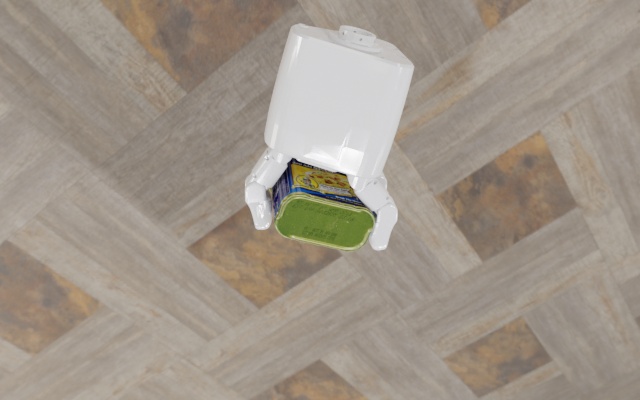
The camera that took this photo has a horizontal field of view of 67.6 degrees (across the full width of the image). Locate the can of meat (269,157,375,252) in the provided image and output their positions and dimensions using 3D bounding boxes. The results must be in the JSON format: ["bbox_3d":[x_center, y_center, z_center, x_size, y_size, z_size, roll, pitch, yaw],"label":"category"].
[{"bbox_3d":[0.000,0.002,0.491,0.102,0.057,0.084,13,28,-16],"label":"can of meat"}]
